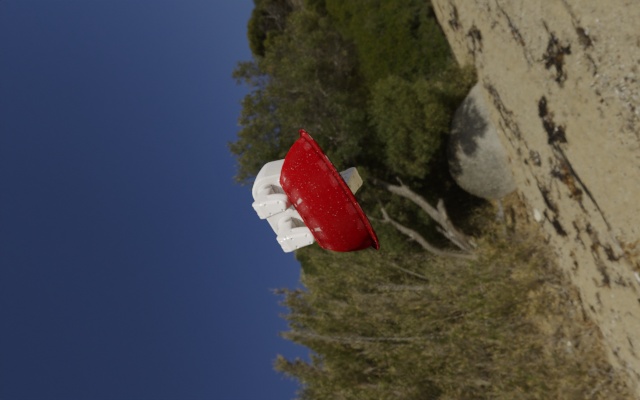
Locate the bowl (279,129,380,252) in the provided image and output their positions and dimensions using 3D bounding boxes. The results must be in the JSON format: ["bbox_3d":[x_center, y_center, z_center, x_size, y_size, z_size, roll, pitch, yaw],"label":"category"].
[{"bbox_3d":[0.000,0.002,0.540,0.055,0.162,0.162,-33,3,-4],"label":"bowl"}]
